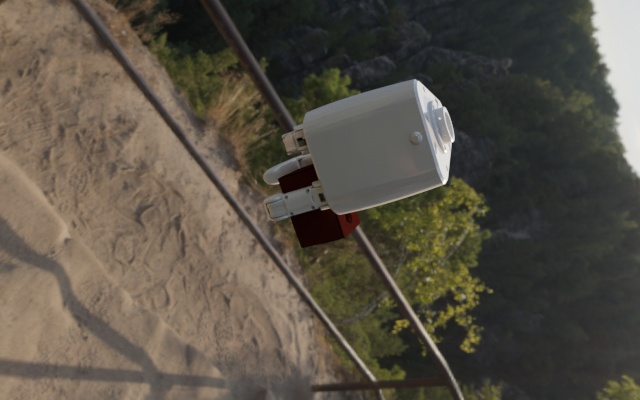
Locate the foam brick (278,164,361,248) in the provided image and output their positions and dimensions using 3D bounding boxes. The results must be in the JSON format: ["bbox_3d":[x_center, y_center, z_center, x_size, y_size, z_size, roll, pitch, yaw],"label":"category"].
[{"bbox_3d":[0.000,0.002,0.489,0.051,0.078,0.053,-15,9,25],"label":"foam brick"}]
